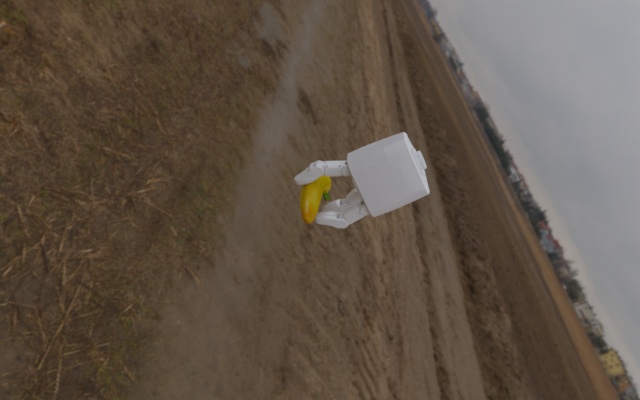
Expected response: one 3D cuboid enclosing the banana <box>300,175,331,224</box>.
[{"bbox_3d":[-0.005,-0.015,0.869,0.037,0.069,0.197,-16,8,16],"label":"banana"}]
